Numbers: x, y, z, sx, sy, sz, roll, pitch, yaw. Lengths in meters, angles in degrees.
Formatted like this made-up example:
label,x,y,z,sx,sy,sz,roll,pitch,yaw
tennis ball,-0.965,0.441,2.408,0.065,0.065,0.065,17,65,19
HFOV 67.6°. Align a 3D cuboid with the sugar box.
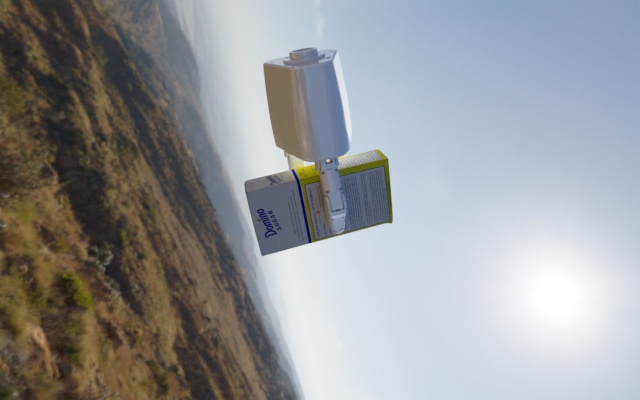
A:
label,x,y,z,sx,sy,sz,roll,pitch,yaw
sugar box,0.000,0.002,0.598,0.176,0.093,0.048,-12,27,-6
